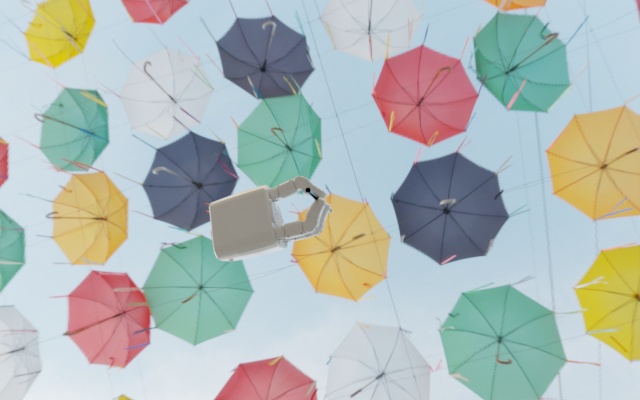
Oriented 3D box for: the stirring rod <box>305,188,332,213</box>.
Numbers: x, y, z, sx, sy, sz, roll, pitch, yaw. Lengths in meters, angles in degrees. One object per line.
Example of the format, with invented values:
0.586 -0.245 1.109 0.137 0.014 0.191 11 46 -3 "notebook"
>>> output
0.000 0.003 0.817 0.011 0.011 0.239 0 -9 9 "stirring rod"
